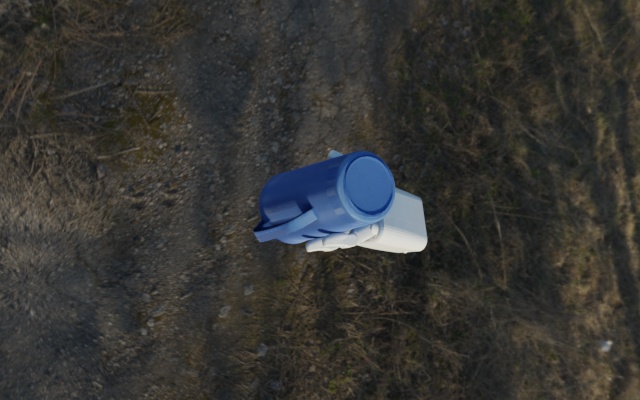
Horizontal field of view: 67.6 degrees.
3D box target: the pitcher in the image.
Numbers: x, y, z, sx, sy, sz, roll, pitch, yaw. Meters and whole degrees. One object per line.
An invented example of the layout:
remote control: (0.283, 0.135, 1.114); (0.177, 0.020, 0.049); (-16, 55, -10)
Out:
pitcher: (0.000, 0.003, 0.782); (0.145, 0.149, 0.243); (17, -17, -29)
